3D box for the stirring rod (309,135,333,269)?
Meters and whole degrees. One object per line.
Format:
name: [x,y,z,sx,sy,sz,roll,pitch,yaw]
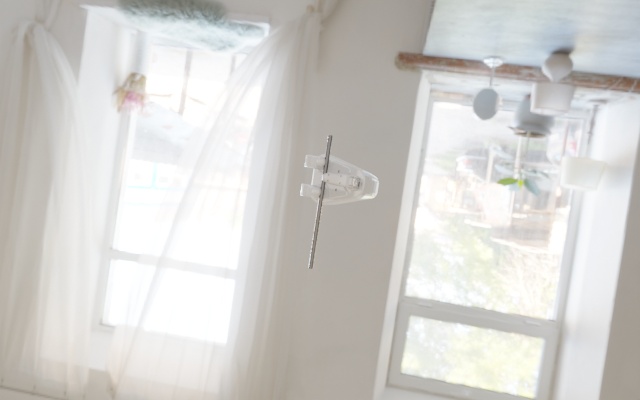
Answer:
stirring rod: [0.000,0.003,0.853,0.011,0.239,0.011,8,1,0]
